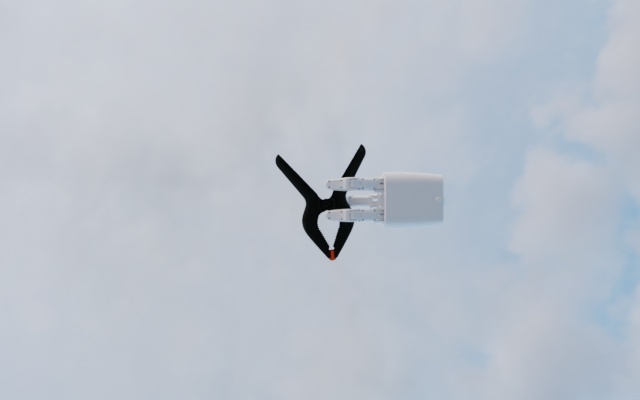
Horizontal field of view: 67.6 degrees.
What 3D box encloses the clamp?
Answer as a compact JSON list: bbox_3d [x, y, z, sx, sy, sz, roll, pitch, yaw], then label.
[{"bbox_3d":[0.000,0.003,0.866,0.164,0.210,0.036,0,-1,2],"label":"clamp"}]
